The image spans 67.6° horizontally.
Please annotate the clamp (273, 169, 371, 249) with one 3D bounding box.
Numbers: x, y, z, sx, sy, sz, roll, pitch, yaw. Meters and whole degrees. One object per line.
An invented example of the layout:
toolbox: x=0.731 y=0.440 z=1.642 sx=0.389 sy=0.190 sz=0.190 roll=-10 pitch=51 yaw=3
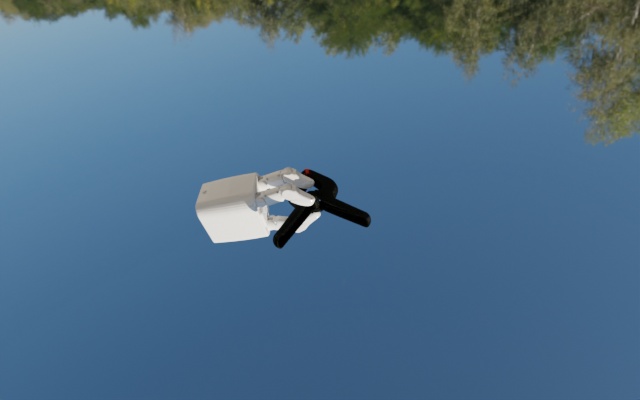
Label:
clamp: x=0.000 y=0.003 z=0.856 sx=0.164 sy=0.036 sz=0.209 roll=-9 pitch=33 yaw=4
